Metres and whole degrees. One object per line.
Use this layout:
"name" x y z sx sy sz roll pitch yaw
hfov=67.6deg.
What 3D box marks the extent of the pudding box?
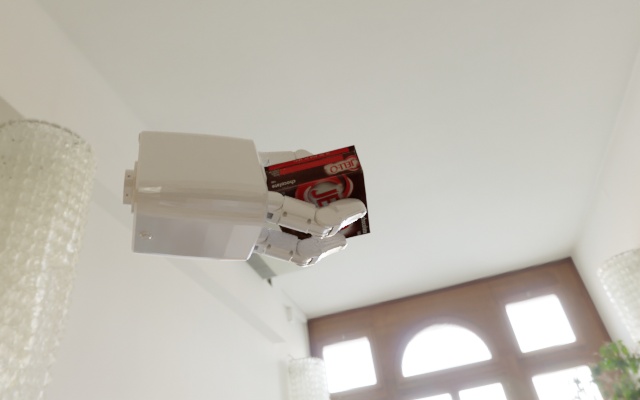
"pudding box" 0.000 0.001 0.476 0.090 0.039 0.114 -13 -34 1
